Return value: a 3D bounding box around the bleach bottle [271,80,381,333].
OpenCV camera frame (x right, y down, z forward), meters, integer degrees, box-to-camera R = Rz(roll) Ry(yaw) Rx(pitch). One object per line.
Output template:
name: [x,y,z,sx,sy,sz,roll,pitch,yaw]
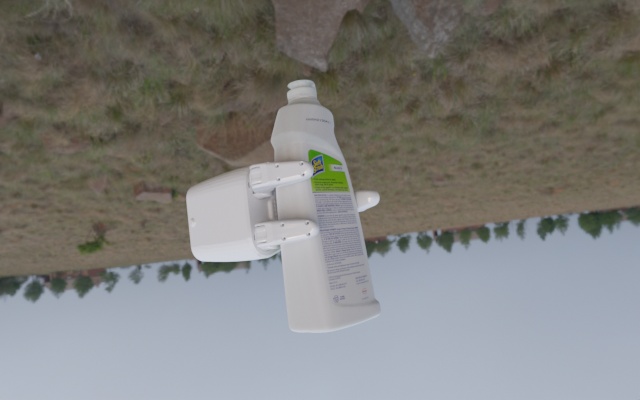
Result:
bleach bottle: [0.000,0.002,0.497,0.068,0.251,0.102,-11,-7,38]
